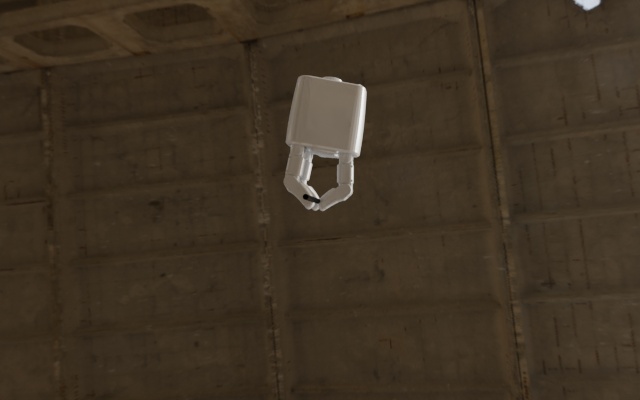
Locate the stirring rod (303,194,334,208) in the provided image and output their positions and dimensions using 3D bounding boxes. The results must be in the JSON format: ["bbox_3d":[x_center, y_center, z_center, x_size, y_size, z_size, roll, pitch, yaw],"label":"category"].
[{"bbox_3d":[0.000,0.002,0.759,0.011,0.011,0.239,0,-4,10],"label":"stirring rod"}]
